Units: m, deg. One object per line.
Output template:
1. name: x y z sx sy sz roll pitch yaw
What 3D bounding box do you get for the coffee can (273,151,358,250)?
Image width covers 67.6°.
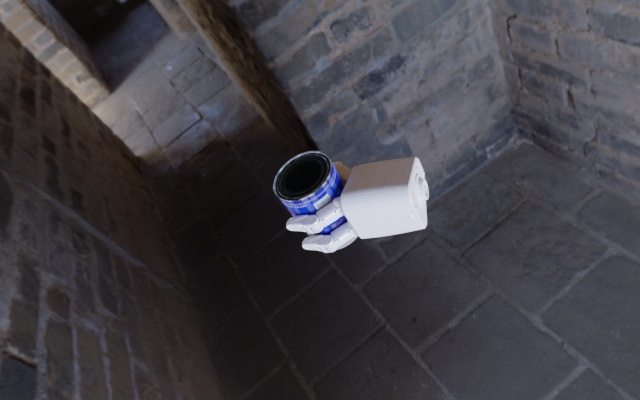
1. coffee can: 0.000 0.003 0.788 0.103 0.102 0.140 0 -37 32
